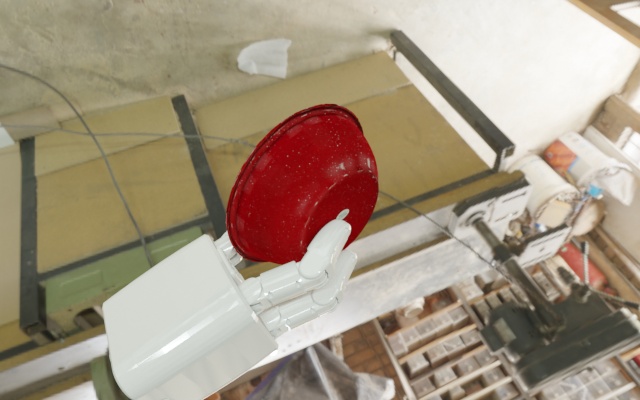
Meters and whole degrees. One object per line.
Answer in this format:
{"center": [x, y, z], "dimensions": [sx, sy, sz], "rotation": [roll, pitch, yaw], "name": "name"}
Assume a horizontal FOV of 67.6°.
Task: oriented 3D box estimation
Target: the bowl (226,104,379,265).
{"center": [0.001, 0.001, 0.416], "dimensions": [0.055, 0.162, 0.162], "rotation": [37, 22, 32], "name": "bowl"}
